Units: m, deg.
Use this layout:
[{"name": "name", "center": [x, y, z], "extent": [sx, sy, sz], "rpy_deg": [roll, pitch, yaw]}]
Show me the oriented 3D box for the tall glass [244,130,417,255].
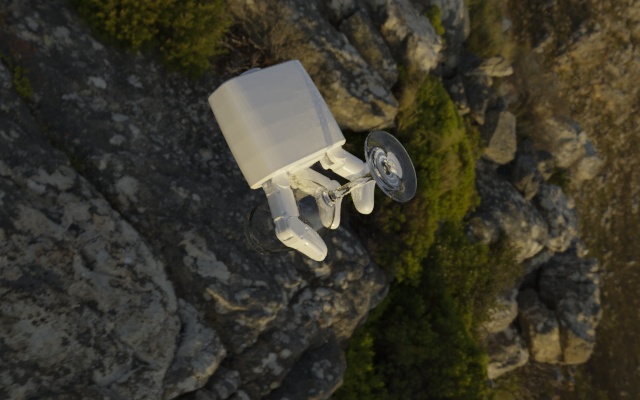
[{"name": "tall glass", "center": [0.001, 0.002, 0.515], "extent": [0.079, 0.079, 0.201], "rpy_deg": [0, -21, -47]}]
